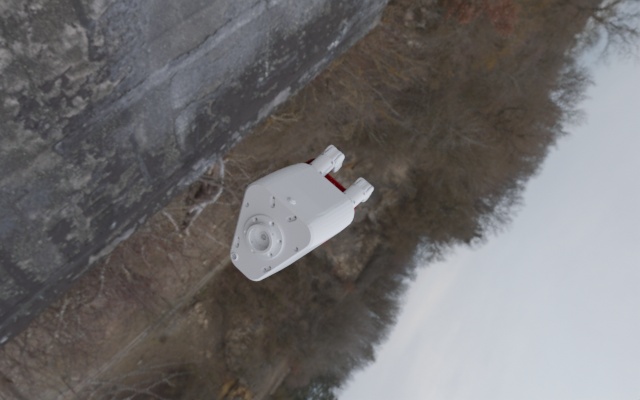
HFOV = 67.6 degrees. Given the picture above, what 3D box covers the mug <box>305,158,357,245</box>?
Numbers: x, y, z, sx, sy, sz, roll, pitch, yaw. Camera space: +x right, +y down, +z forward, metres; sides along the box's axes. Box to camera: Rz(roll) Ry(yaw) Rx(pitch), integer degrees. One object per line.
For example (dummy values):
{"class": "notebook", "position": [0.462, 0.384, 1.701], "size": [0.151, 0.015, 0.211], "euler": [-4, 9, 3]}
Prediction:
{"class": "mug", "position": [0.001, 0.002, 0.648], "size": [0.081, 0.093, 0.117], "euler": [41, 27, 11]}
